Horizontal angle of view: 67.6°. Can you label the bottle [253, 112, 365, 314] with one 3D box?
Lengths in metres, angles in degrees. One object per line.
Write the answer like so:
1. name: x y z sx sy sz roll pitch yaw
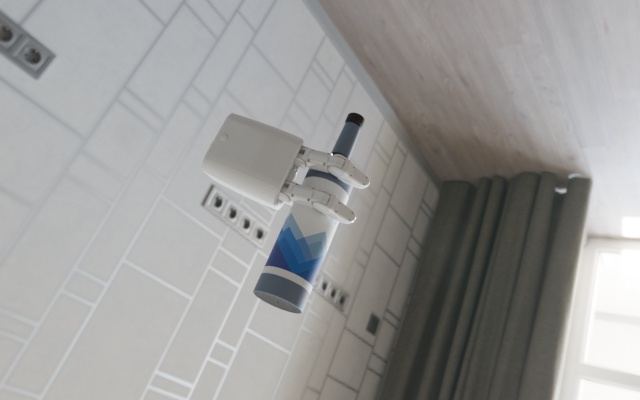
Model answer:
1. bottle: 0.000 0.002 0.646 0.069 0.295 0.069 19 -24 9
